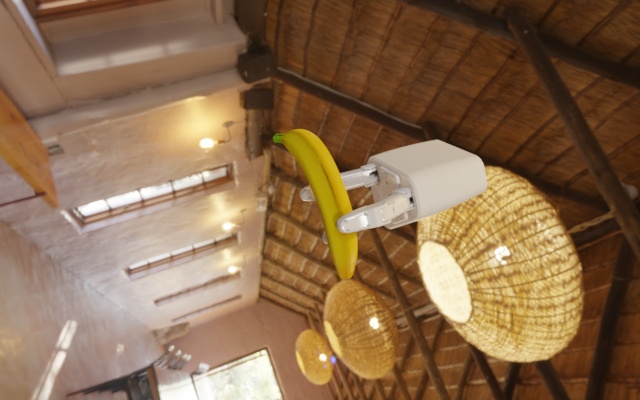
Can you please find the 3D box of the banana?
[{"bbox_3d":[0.004,-0.008,0.550,0.037,0.197,0.070,-19,-13,-23],"label":"banana"}]
